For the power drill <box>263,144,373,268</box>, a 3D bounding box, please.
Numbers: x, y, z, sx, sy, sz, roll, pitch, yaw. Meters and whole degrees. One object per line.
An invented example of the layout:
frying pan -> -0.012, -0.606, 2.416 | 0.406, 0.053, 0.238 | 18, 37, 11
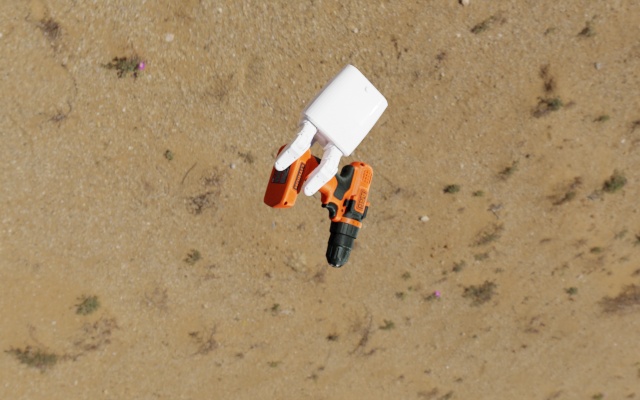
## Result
power drill -> 0.000, 0.002, 0.765 | 0.057, 0.184, 0.188 | 3, -16, 45
